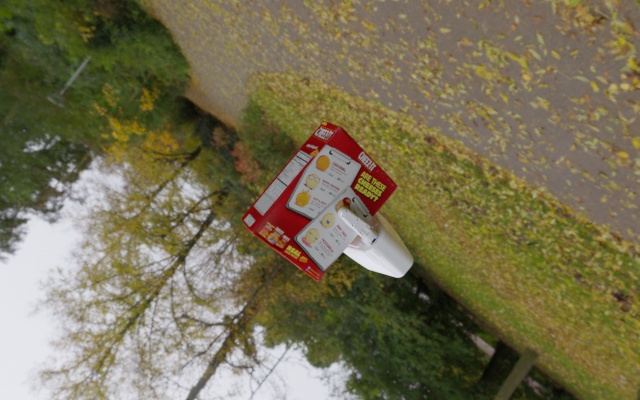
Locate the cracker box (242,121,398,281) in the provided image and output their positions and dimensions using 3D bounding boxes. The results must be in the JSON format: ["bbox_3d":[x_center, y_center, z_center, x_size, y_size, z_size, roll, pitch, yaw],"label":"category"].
[{"bbox_3d":[0.000,0.003,0.791,0.164,0.213,0.072,41,-3,-33],"label":"cracker box"}]
